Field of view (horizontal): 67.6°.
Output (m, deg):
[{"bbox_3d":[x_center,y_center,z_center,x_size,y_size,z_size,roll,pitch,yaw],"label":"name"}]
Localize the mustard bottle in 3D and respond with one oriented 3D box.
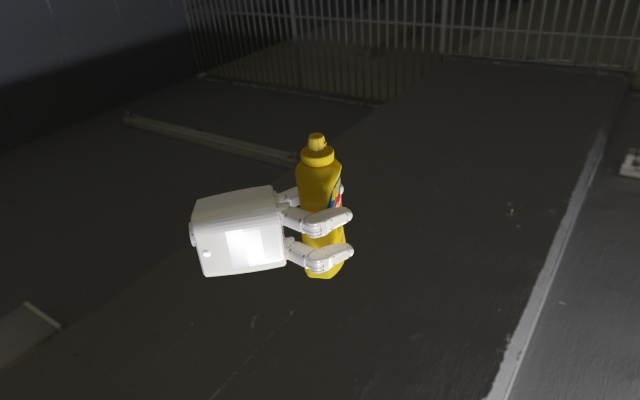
[{"bbox_3d":[0.000,0.002,0.628,0.058,0.192,0.096,4,33,13],"label":"mustard bottle"}]
